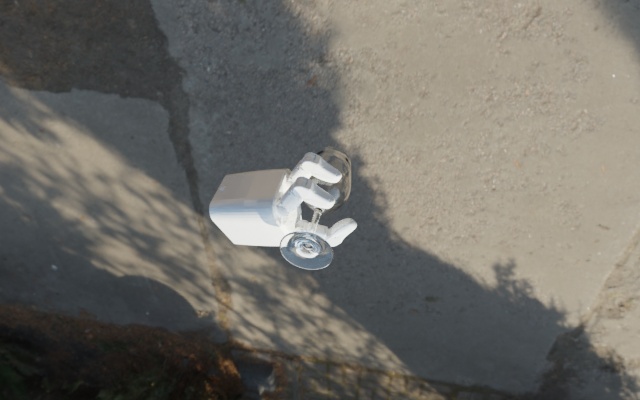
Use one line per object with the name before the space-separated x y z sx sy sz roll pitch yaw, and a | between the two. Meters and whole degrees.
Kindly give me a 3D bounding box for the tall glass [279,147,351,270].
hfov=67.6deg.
tall glass | 0.000 0.003 0.709 0.079 0.079 0.201 0 41 16
